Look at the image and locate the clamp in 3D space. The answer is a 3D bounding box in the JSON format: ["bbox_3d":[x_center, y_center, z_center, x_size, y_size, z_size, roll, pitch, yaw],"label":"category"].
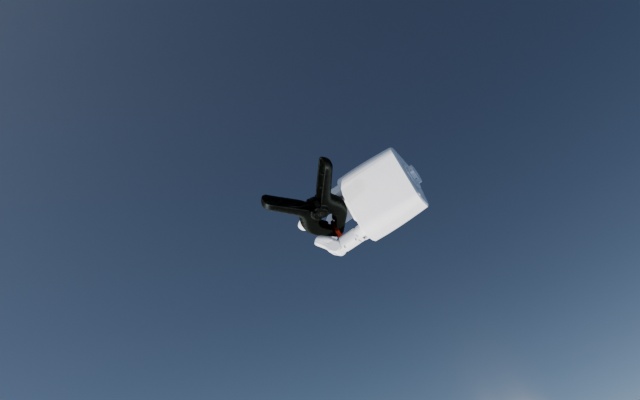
[{"bbox_3d":[0.000,0.003,0.752,0.120,0.039,0.171,-34,-39,17],"label":"clamp"}]
